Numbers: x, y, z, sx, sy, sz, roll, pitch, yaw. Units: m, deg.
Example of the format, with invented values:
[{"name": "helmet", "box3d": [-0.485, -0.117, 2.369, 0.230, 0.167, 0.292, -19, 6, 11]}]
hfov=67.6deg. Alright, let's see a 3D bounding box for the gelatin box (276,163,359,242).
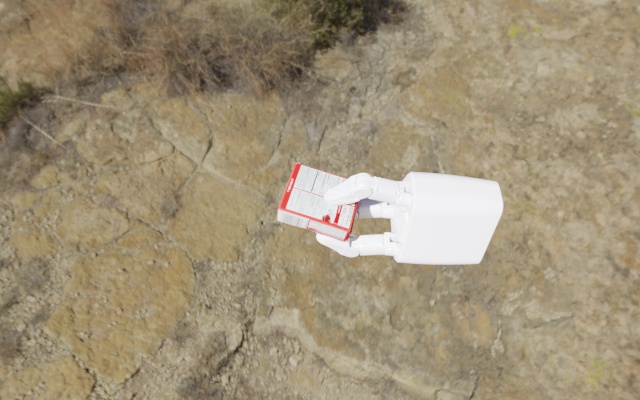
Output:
[{"name": "gelatin box", "box3d": [0.000, 0.002, 0.573, 0.089, 0.073, 0.030, 18, -35, -1]}]
